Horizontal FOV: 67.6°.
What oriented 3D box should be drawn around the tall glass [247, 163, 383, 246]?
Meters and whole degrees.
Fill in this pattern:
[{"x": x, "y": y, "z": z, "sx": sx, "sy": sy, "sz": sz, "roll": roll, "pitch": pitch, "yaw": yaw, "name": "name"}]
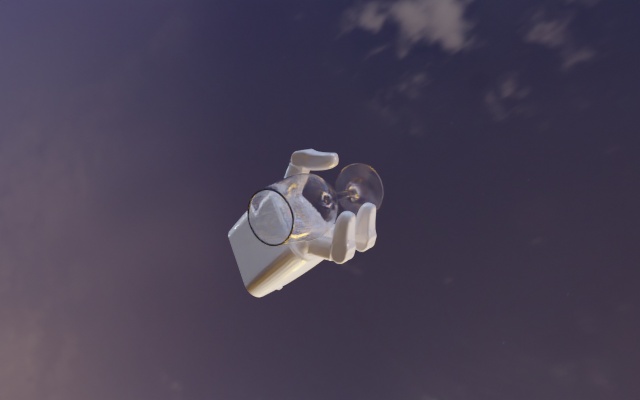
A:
[{"x": 0.001, "y": 0.002, "z": 0.579, "sx": 0.079, "sy": 0.079, "sz": 0.201, "roll": 0, "pitch": 9, "yaw": 33, "name": "tall glass"}]
